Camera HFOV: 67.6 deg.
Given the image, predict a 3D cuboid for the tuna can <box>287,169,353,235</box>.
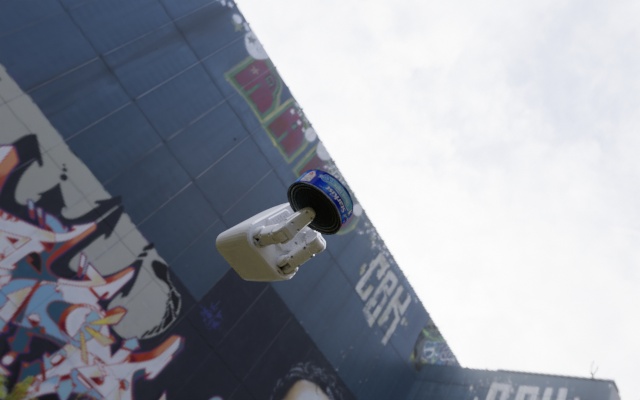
[{"bbox_3d":[0.000,0.002,0.625,0.086,0.086,0.033,0,37,47],"label":"tuna can"}]
